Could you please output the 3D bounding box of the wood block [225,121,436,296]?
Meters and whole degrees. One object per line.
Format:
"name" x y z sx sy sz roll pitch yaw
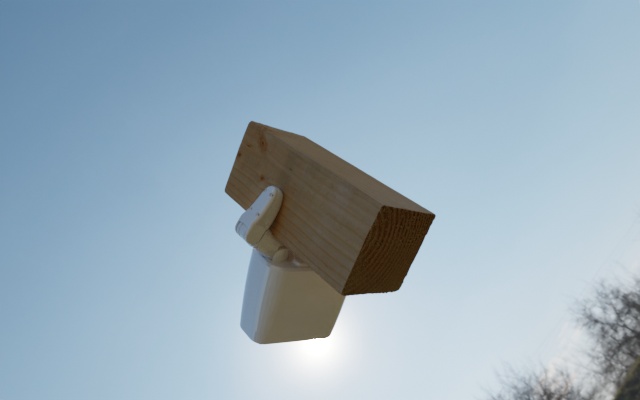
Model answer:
"wood block" 0.000 0.002 0.495 0.091 0.090 0.206 8 21 -47
